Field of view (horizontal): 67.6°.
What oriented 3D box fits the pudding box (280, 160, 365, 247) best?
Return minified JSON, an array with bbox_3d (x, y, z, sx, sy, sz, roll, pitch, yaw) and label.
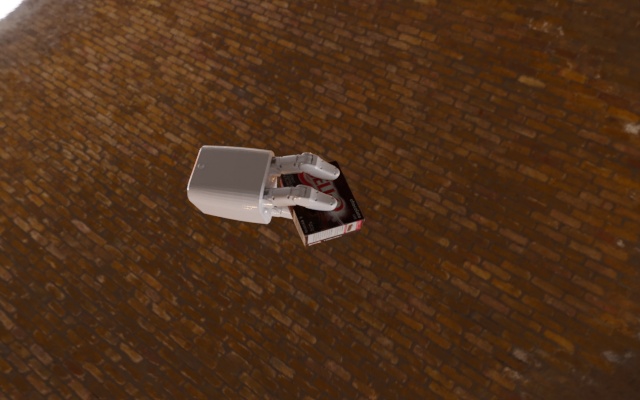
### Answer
[{"bbox_3d":[0.000,0.002,0.688,0.090,0.113,0.039,-16,-29,-14],"label":"pudding box"}]
